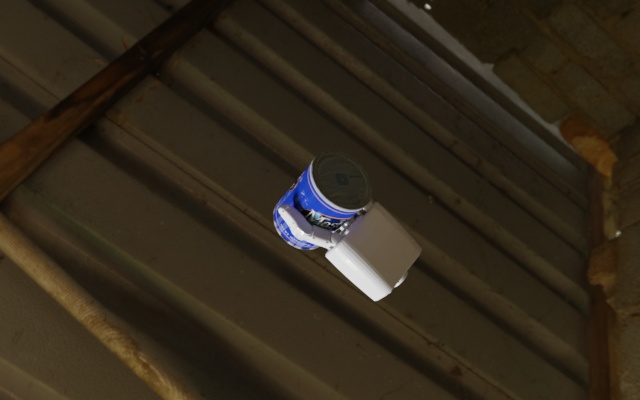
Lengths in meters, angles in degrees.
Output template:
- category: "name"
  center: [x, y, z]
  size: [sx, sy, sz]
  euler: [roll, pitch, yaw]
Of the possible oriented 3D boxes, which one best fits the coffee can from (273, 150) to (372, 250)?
- category: "coffee can"
  center: [0.000, 0.002, 0.746]
  size: [0.103, 0.102, 0.140]
  euler: [0, -29, -32]
